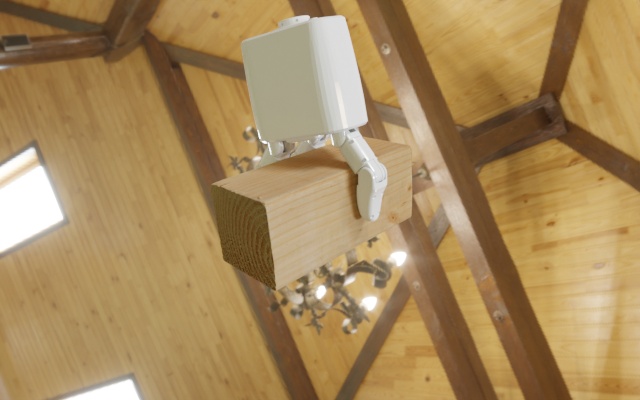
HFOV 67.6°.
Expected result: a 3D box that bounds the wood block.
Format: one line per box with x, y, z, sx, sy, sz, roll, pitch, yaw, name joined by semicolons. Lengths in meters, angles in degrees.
0.000;0.001;0.512;0.206;0.090;0.091;-23;29;-38;wood block
